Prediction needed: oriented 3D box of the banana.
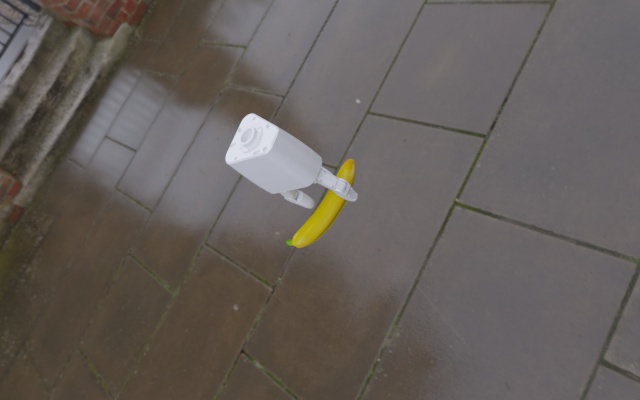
[{"bbox_3d":[0.006,0.014,0.843,0.037,0.198,0.069,33,9,-40],"label":"banana"}]
